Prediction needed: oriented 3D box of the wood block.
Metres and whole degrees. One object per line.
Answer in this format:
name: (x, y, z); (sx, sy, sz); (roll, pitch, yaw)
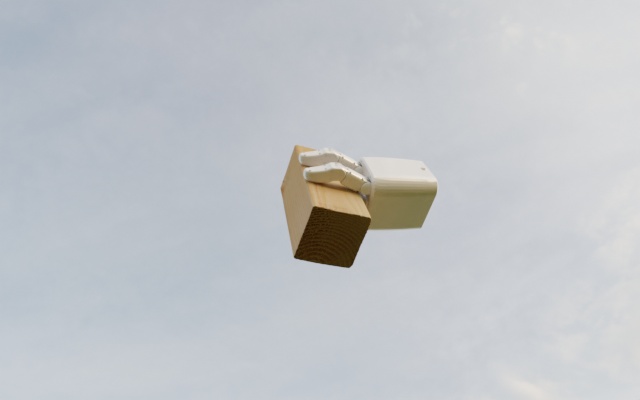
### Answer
wood block: (0.000, 0.003, 0.745); (0.090, 0.091, 0.206); (12, 26, -17)
